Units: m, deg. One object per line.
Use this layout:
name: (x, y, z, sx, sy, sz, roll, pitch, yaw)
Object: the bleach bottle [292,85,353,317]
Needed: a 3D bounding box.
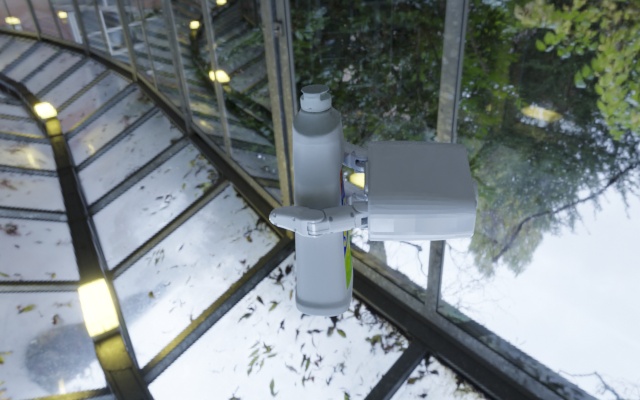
bleach bottle: (0.000, 0.002, 0.528, 0.068, 0.251, 0.102, 1, 31, 7)
